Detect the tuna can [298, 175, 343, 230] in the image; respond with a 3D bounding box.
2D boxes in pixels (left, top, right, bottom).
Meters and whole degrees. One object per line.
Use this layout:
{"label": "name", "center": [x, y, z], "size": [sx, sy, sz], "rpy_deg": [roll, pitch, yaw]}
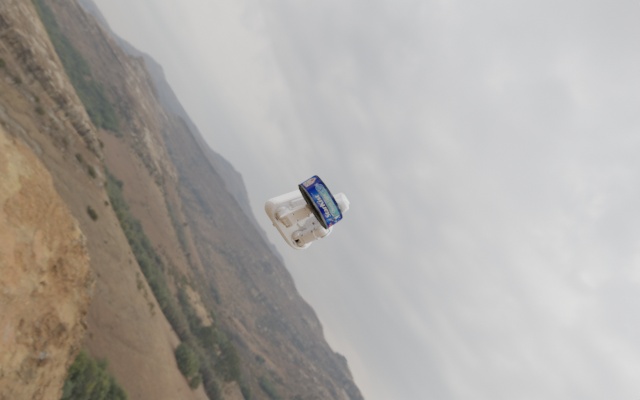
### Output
{"label": "tuna can", "center": [0.001, 0.002, 0.768], "size": [0.034, 0.086, 0.086], "rpy_deg": [-32, 4, -7]}
